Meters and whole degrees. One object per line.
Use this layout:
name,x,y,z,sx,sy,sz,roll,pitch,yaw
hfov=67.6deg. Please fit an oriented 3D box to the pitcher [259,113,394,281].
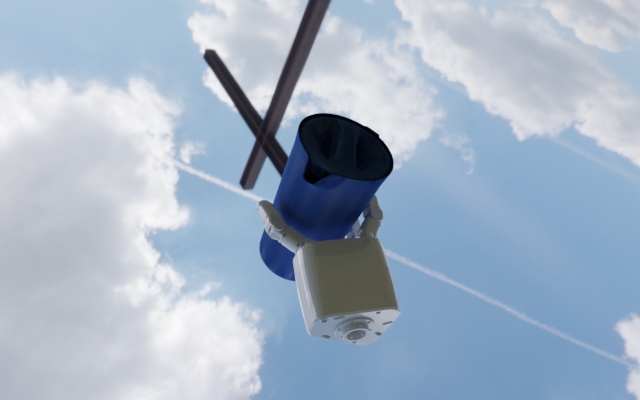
pitcher,0.000,0.002,0.692,0.149,0.145,0.243,6,-45,-24
